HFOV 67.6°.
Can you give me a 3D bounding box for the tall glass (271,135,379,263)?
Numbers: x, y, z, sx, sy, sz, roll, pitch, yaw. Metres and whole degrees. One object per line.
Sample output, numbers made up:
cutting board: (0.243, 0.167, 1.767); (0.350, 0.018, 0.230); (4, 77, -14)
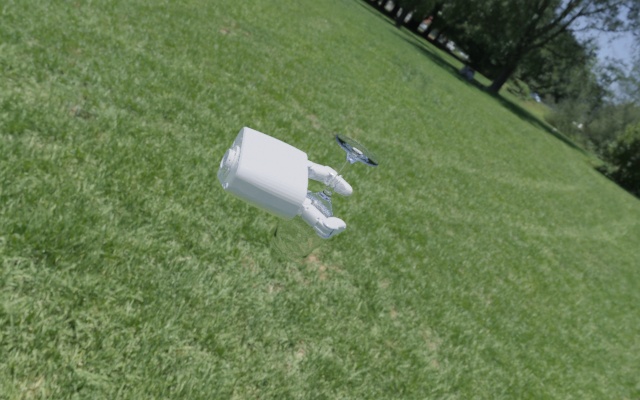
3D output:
tall glass: (0.001, 0.002, 0.725); (0.079, 0.201, 0.079); (29, 23, -14)
